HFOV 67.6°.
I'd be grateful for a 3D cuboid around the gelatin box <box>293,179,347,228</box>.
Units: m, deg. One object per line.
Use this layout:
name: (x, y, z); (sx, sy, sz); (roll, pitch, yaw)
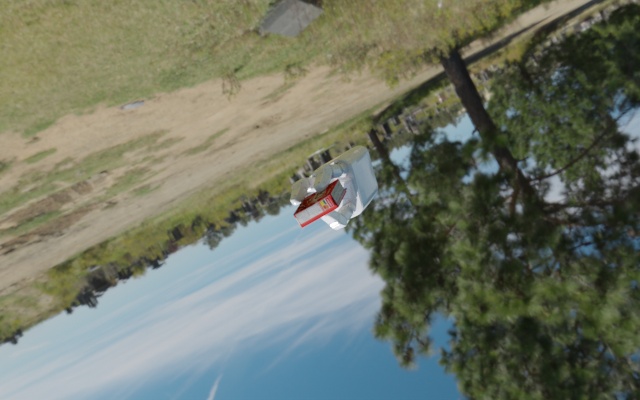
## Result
gelatin box: (0.000, 0.003, 0.796); (0.073, 0.030, 0.089); (-29, 11, 20)
